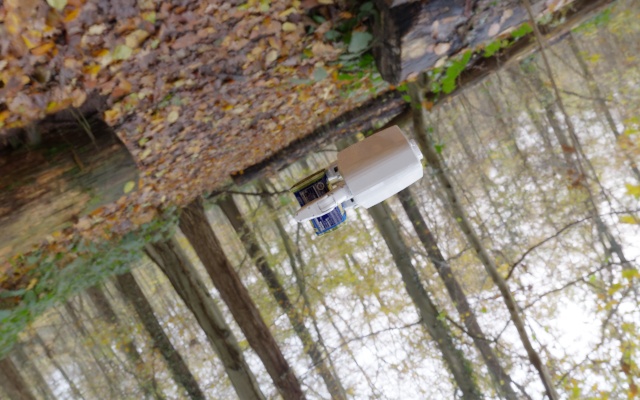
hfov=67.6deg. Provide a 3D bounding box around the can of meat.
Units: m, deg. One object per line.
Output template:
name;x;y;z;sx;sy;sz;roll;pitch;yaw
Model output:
can of meat;0.000;0.003;0.730;0.057;0.084;0.102;-28;6;6
